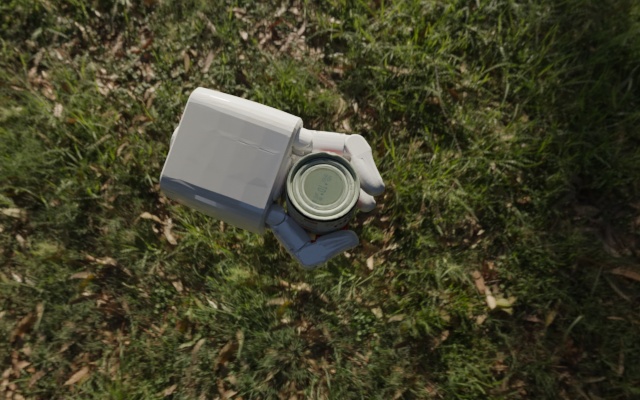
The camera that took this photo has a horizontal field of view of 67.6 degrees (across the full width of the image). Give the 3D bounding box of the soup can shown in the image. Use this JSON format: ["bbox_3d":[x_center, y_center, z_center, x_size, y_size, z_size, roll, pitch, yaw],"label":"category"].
[{"bbox_3d":[0.001,0.002,0.465,0.068,0.068,0.102,0,-18,-3],"label":"soup can"}]
